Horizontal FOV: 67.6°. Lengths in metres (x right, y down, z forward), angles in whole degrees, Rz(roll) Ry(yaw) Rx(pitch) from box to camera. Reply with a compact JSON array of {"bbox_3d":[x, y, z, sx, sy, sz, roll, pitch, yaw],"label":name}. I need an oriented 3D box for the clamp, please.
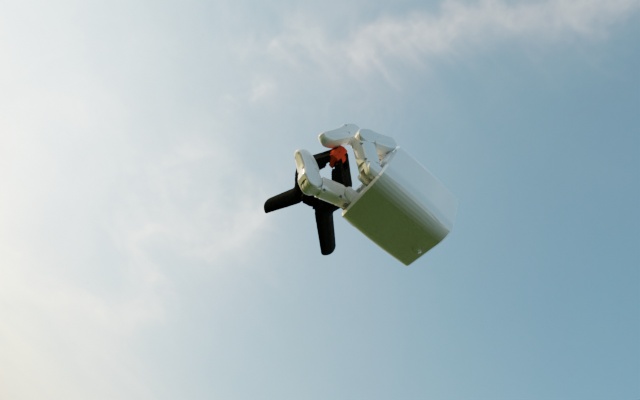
[{"bbox_3d":[0.000,0.002,0.640,0.171,0.120,0.039,-49,5,46],"label":"clamp"}]
